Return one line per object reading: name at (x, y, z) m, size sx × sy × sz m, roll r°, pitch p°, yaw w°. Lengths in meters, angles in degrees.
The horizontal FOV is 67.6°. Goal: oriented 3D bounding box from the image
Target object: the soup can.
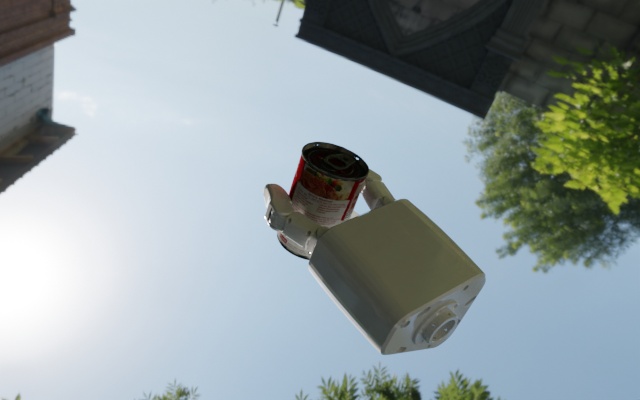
soup can at (0.000, 0.002, 0.482) m, size 0.068 × 0.102 × 0.068 m, roll 15°, pitch 31°, yaw -9°
